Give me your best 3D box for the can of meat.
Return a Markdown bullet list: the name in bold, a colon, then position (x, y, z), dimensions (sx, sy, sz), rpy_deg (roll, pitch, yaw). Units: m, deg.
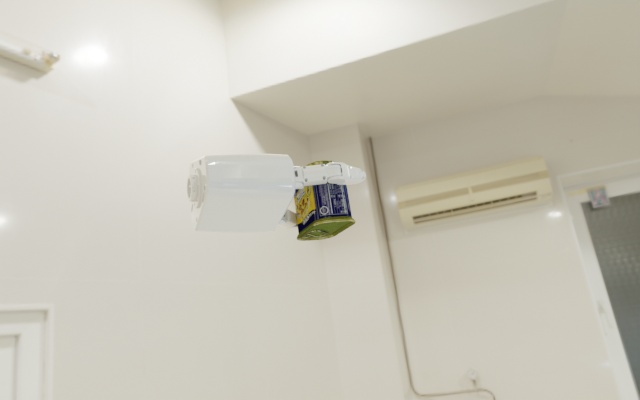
- **can of meat**: position (0.000, 0.002, 0.647), dimensions (0.057, 0.084, 0.102), rpy_deg (-2, -17, -22)
